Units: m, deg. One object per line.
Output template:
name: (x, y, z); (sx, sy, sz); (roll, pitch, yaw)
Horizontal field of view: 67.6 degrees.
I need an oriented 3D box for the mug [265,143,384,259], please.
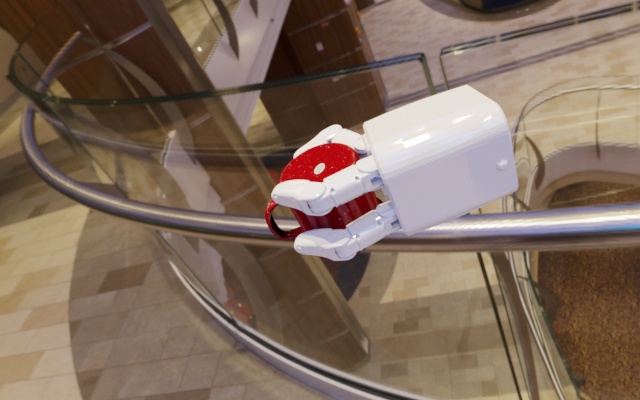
mug: (-0.001, 0.002, 0.476); (0.117, 0.081, 0.093); (-22, 37, 8)
